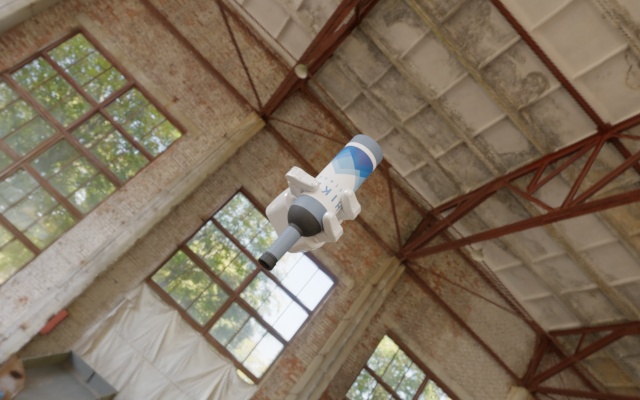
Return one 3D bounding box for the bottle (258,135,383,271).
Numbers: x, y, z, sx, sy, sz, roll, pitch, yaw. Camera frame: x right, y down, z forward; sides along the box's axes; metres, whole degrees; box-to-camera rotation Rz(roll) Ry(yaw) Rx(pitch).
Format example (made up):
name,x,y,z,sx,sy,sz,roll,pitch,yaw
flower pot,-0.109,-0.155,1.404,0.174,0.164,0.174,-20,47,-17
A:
name,x,y,z,sx,sy,sz,roll,pitch,yaw
bottle,0.000,0.002,0.802,0.069,0.069,0.295,0,41,51
